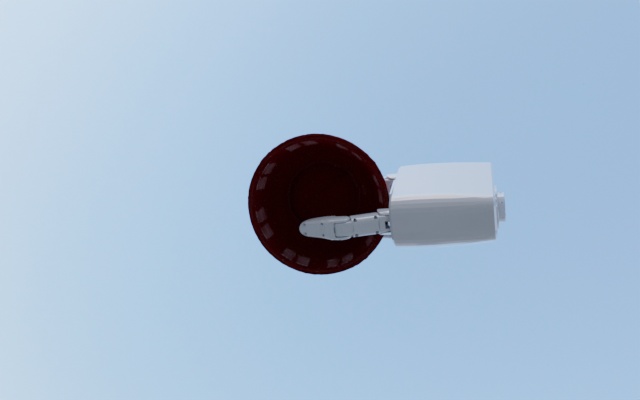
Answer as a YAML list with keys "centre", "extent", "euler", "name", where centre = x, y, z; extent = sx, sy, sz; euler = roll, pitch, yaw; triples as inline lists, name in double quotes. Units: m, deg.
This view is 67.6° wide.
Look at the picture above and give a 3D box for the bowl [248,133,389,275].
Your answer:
- centre: [-0.001, 0.002, 0.558]
  extent: [0.162, 0.162, 0.055]
  euler: [0, 11, 8]
  name: "bowl"
